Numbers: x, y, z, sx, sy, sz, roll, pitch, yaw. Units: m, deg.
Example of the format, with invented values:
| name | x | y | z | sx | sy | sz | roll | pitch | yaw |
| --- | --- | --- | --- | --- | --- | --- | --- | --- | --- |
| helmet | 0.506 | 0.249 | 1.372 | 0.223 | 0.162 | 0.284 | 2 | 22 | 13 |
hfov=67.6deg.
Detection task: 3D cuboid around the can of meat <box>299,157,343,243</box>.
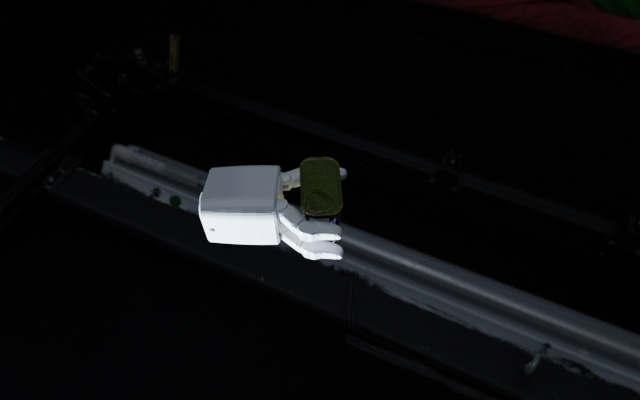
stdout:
| name | x | y | z | sx | sy | sz | roll | pitch | yaw |
| --- | --- | --- | --- | --- | --- | --- | --- | --- | --- |
| can of meat | 0.000 | 0.002 | 0.693 | 0.057 | 0.102 | 0.084 | -2 | -36 | -2 |
